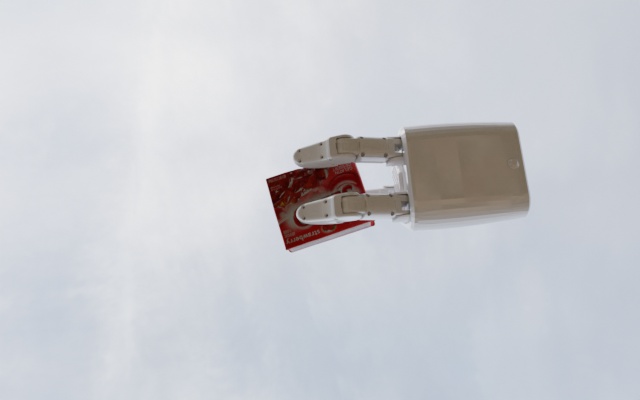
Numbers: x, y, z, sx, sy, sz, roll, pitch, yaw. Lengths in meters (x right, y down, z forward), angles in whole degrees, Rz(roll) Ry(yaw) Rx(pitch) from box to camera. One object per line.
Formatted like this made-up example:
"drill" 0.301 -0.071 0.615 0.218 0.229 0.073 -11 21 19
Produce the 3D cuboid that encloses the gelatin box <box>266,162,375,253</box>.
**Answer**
"gelatin box" 0.000 0.002 0.459 0.089 0.073 0.030 -18 -15 3
